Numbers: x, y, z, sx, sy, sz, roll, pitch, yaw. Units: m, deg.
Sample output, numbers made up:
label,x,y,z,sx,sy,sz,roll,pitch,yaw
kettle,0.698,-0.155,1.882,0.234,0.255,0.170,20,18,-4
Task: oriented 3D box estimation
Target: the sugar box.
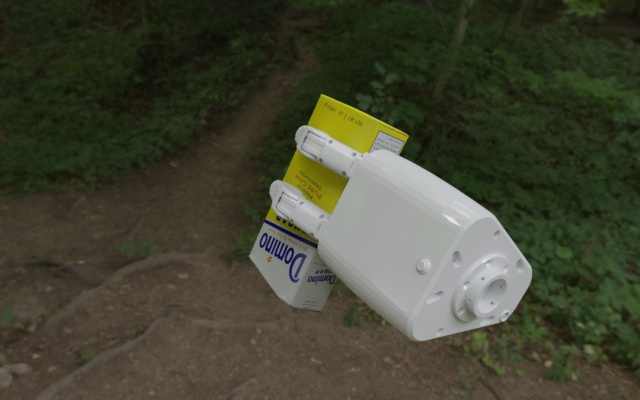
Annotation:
label,x,y,z,sx,sy,sz,roll,pitch,yaw
sugar box,0.000,0.001,0.434,0.048,0.176,0.093,19,13,-38
